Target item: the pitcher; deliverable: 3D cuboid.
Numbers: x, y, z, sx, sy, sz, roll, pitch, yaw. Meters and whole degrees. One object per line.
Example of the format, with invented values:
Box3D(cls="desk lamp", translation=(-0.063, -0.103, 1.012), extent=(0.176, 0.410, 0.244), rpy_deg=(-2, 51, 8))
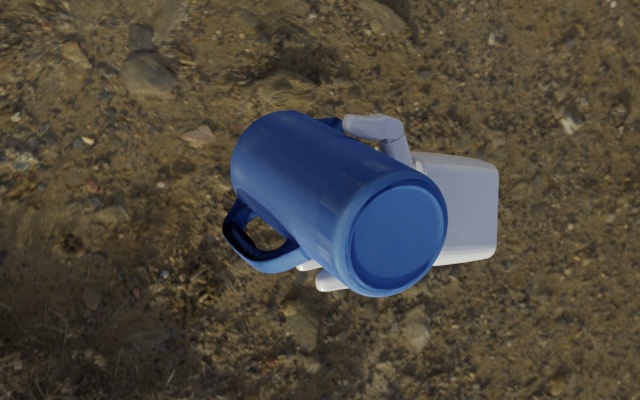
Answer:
Box3D(cls="pitcher", translation=(0.000, 0.001, 0.468), extent=(0.145, 0.149, 0.242), rpy_deg=(1, 17, -27))
